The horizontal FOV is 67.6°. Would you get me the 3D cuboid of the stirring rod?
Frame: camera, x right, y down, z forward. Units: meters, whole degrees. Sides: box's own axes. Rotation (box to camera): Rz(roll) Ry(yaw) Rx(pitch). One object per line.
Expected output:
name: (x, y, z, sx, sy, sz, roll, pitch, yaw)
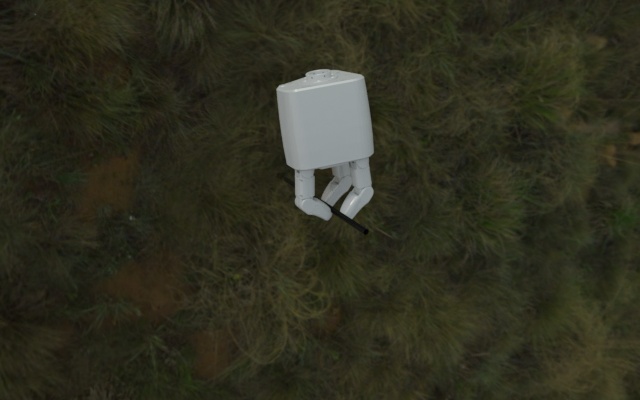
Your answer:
stirring rod: (0.000, 0.002, 0.708, 0.011, 0.011, 0.239, 0, 18, -31)
